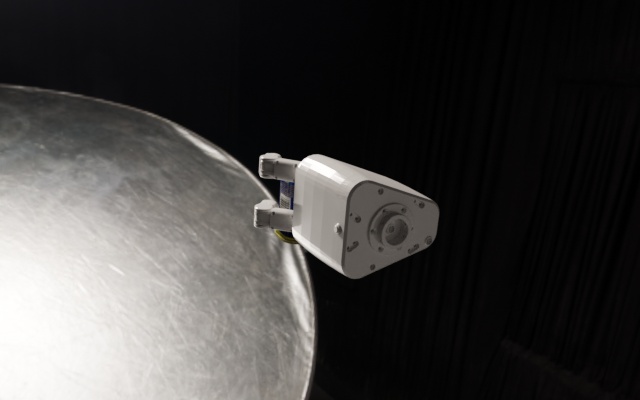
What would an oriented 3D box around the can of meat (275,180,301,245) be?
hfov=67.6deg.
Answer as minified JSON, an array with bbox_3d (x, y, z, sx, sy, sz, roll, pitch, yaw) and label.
[{"bbox_3d":[0.000,0.002,0.566,0.102,0.084,0.057,-2,16,-25],"label":"can of meat"}]
